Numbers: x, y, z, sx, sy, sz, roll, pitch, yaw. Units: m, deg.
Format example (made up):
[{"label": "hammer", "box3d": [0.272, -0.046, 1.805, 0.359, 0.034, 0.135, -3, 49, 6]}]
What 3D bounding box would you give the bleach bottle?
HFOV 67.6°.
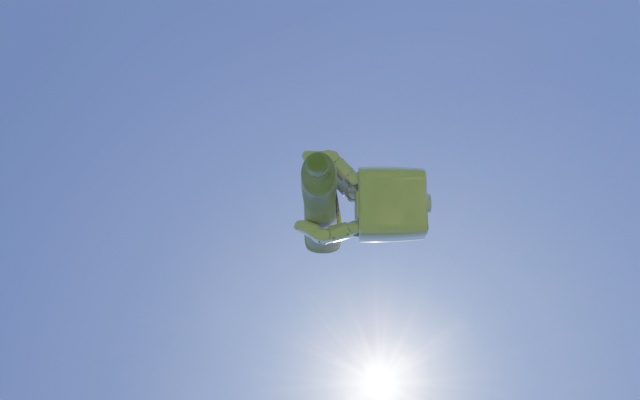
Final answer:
[{"label": "bleach bottle", "box3d": [0.000, 0.002, 0.766, 0.068, 0.102, 0.251, -1, -22, 2]}]
